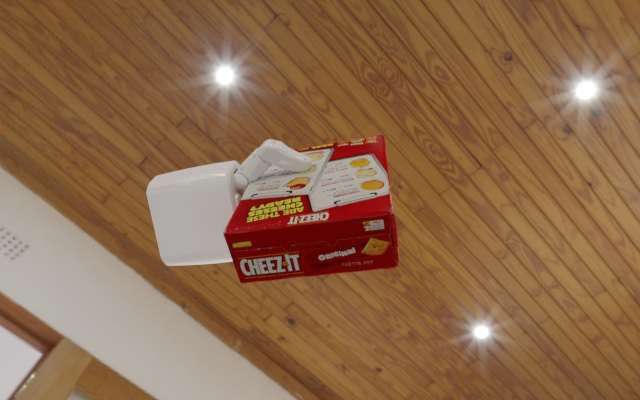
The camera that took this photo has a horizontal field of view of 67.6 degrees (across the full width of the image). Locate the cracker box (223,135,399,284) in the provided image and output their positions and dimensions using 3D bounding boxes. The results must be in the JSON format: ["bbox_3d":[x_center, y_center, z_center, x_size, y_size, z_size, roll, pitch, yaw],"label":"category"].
[{"bbox_3d":[0.000,0.002,0.548,0.164,0.072,0.213,-8,26,9],"label":"cracker box"}]
